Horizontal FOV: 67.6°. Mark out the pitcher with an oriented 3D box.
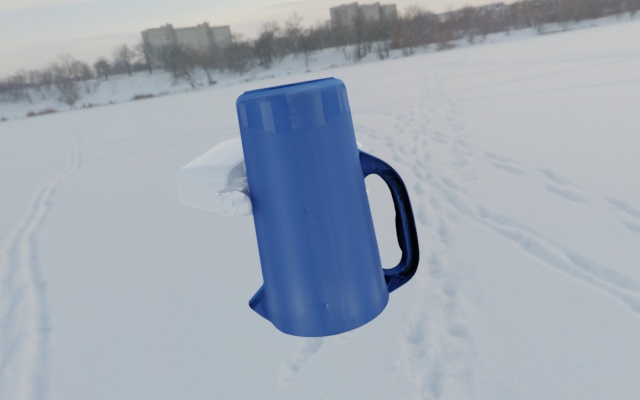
[{"bbox_3d":[0.000,0.002,0.491,0.145,0.243,0.149,4,20,41],"label":"pitcher"}]
